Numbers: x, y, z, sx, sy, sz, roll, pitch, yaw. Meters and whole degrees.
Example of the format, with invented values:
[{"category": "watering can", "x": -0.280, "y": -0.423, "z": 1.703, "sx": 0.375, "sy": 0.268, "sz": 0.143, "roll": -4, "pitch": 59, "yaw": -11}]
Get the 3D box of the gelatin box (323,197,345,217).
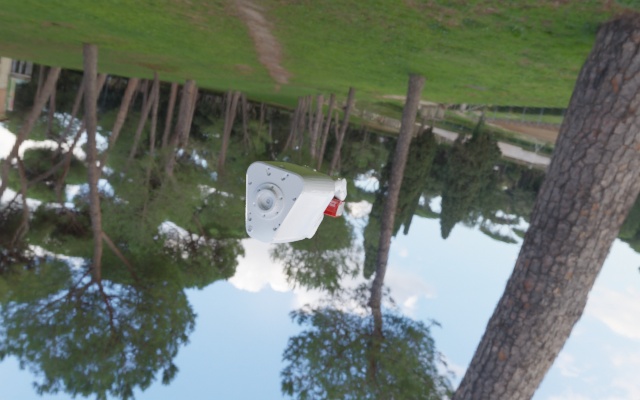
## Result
[{"category": "gelatin box", "x": 0.000, "y": 0.003, "z": 0.819, "sx": 0.073, "sy": 0.030, "sz": 0.089, "roll": 18, "pitch": 3, "yaw": 8}]
